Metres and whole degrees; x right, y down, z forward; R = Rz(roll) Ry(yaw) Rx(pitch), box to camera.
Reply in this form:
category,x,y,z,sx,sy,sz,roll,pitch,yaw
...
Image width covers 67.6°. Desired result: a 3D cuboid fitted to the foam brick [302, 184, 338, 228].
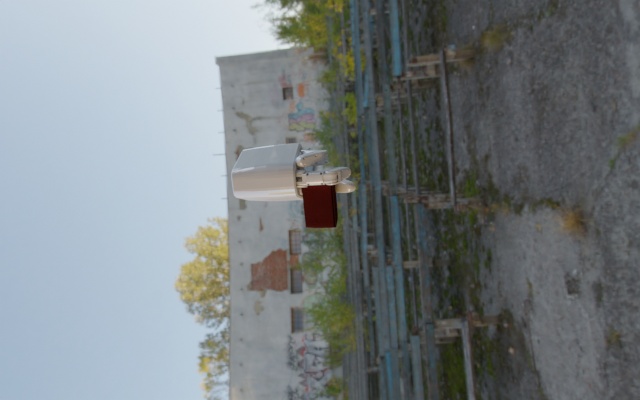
category,x,y,z,sx,sy,sz,roll,pitch,yaw
foam brick,0.000,0.003,0.808,0.051,0.078,0.053,-3,14,7
